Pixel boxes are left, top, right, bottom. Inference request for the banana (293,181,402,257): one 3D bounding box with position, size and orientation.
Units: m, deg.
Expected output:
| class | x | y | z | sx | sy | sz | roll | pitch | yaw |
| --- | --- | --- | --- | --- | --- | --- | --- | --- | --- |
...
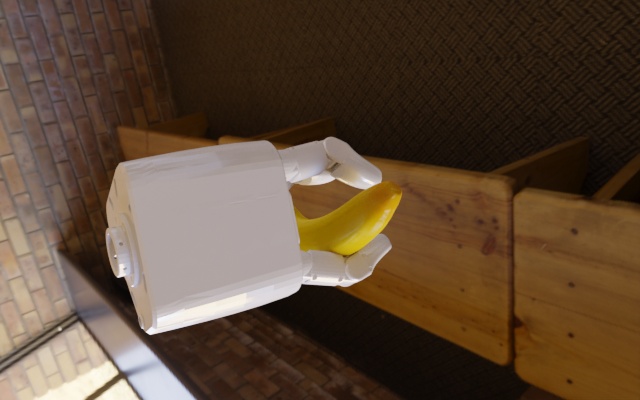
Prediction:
| class | x | y | z | sx | sy | sz | roll | pitch | yaw |
| --- | --- | --- | --- | --- | --- | --- | --- | --- | --- |
| banana | -0.001 | 0.020 | 0.412 | 0.037 | 0.069 | 0.198 | -1 | 2 | -31 |
